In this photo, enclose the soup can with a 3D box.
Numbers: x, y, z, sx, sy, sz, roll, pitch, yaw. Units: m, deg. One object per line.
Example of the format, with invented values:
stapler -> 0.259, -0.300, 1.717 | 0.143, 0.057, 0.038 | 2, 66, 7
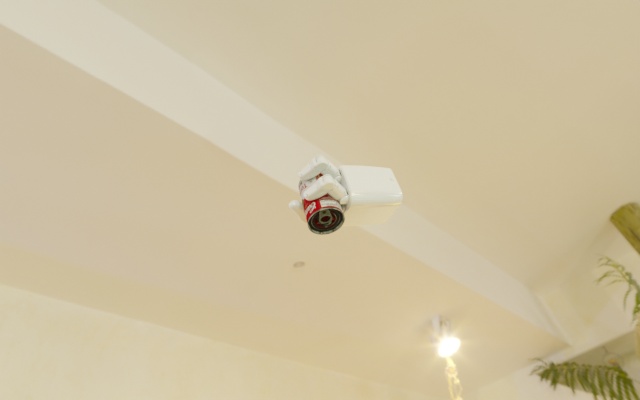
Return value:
soup can -> 0.000, 0.003, 0.880 | 0.068, 0.069, 0.102 | 0, 44, -17
